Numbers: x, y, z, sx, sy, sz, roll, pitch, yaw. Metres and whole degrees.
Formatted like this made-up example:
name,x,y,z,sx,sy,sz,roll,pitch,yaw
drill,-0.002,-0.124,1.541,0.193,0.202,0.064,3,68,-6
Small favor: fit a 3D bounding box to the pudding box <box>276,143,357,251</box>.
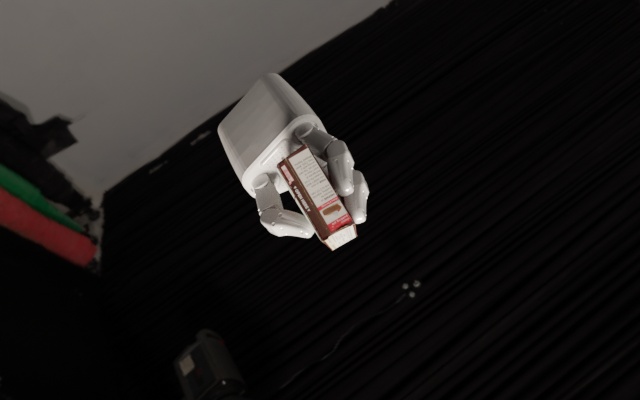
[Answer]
name,x,y,z,sx,sy,sz,roll,pitch,yaw
pudding box,0.000,0.002,0.487,0.039,0.090,0.113,-32,-11,1
